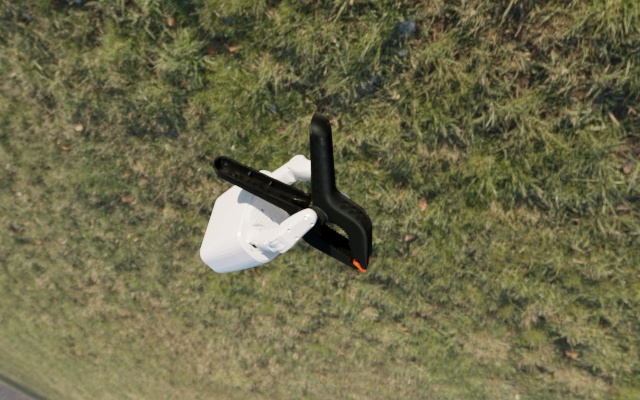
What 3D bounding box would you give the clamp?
[{"bbox_3d":[0.000,0.003,0.520,0.210,0.036,0.164,45,-41,-21],"label":"clamp"}]
